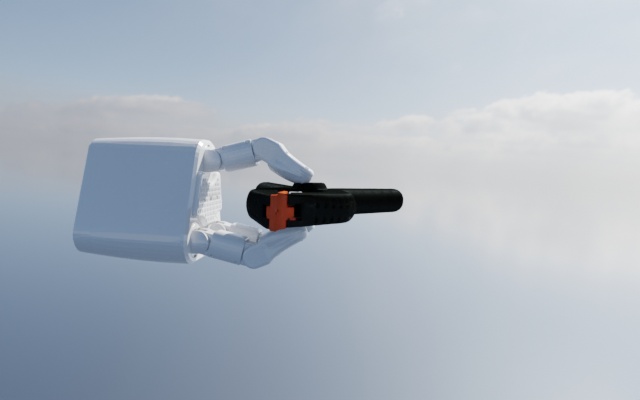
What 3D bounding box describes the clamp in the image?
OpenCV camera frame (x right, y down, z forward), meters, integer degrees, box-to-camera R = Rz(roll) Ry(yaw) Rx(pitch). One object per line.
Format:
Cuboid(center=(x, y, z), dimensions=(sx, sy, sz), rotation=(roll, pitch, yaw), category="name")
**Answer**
Cuboid(center=(0.000, 0.001, 0.442), dimensions=(0.164, 0.036, 0.210), rotation=(2, 4, 5), category="clamp")
